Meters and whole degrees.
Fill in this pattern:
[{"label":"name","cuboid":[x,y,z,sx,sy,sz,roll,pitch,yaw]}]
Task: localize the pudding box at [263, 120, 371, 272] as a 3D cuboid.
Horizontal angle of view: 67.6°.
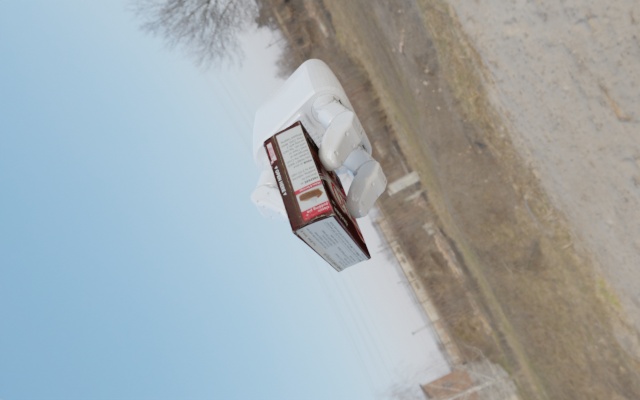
[{"label":"pudding box","cuboid":[0.000,0.001,0.401,0.039,0.090,0.113,-27,-29,10]}]
